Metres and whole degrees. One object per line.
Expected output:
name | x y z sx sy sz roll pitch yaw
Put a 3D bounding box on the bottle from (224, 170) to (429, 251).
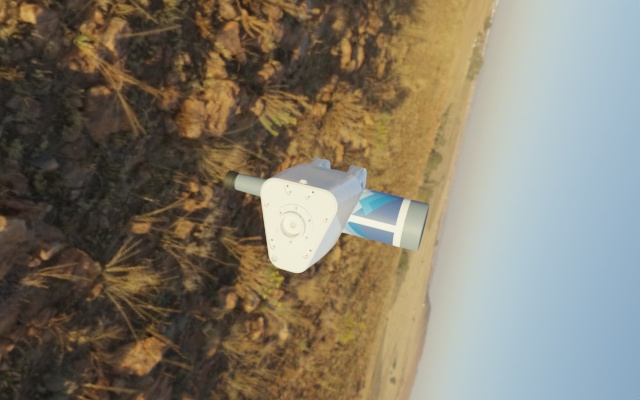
bottle | 0.000 0.002 0.677 0.295 0.069 0.069 14 4 15
